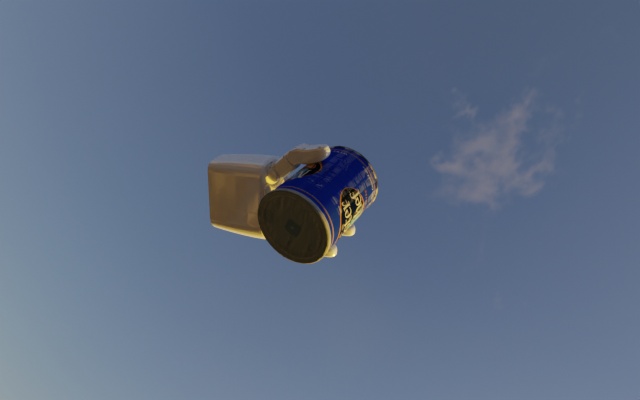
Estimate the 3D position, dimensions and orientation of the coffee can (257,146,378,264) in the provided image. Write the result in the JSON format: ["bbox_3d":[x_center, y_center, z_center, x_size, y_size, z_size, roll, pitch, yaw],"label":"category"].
[{"bbox_3d":[0.000,0.002,0.625,0.103,0.103,0.140,0,27,34],"label":"coffee can"}]
